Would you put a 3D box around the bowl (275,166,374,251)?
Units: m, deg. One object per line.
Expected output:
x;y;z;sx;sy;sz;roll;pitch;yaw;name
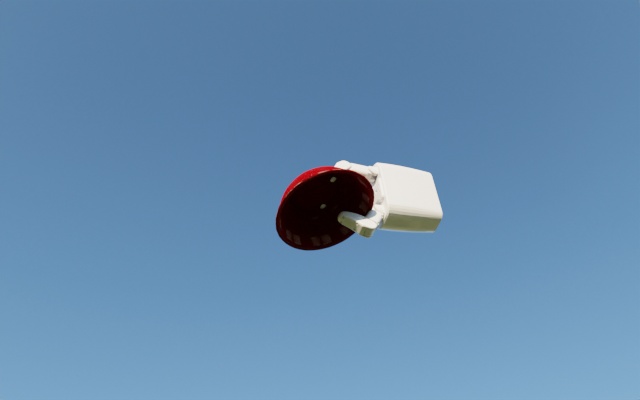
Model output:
-0.001;0.002;0.745;0.162;0.162;0.055;0;39;-27;bowl
